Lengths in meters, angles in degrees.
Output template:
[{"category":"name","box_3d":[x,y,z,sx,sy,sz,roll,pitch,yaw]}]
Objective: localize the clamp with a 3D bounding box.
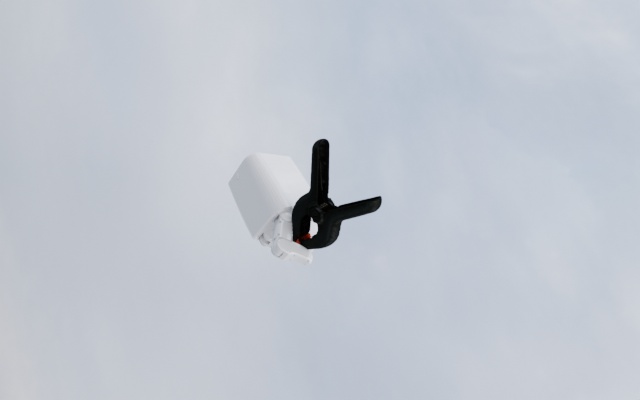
[{"category":"clamp","box_3d":[0.001,0.002,0.650,0.039,0.120,0.171,-14,-24,-45]}]
